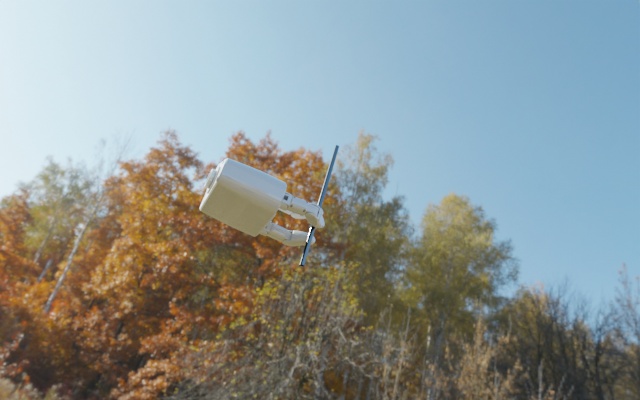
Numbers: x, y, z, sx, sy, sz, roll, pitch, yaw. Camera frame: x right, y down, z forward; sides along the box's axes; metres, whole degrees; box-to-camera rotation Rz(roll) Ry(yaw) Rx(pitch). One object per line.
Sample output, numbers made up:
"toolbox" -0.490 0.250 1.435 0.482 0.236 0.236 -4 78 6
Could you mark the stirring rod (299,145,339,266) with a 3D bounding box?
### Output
"stirring rod" 0.000 0.003 0.834 0.011 0.239 0.011 13 -26 7
